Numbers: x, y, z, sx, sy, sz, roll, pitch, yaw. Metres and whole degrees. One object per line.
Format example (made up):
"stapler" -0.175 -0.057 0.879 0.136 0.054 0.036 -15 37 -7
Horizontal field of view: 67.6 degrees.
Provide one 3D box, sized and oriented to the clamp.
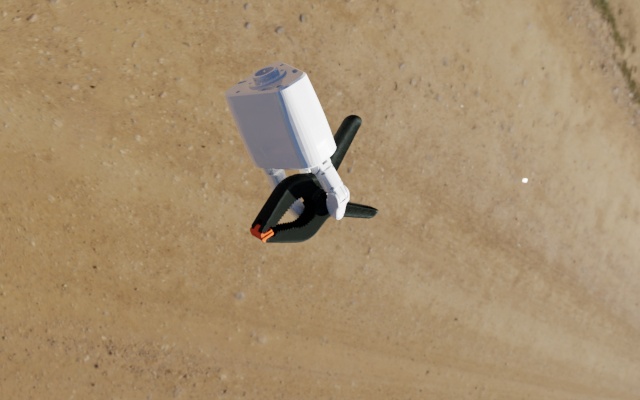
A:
"clamp" 0.000 0.002 0.652 0.210 0.165 0.036 -39 36 -25
